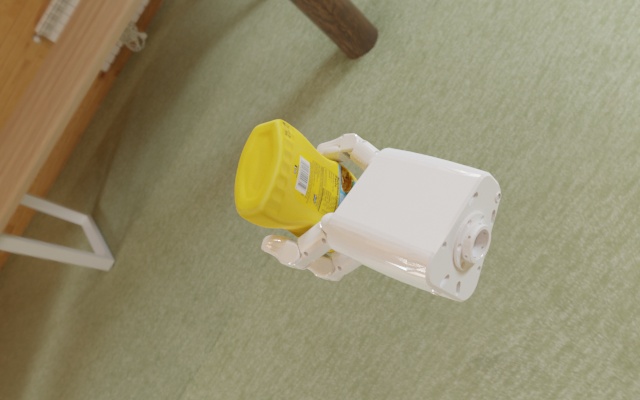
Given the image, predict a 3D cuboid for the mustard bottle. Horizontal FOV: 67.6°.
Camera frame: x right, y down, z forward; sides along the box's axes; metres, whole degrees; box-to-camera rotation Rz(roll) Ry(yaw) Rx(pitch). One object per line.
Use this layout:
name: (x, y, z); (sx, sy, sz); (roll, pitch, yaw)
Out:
mustard bottle: (0.000, 0.002, 0.493); (0.058, 0.096, 0.192); (-10, -27, 36)
